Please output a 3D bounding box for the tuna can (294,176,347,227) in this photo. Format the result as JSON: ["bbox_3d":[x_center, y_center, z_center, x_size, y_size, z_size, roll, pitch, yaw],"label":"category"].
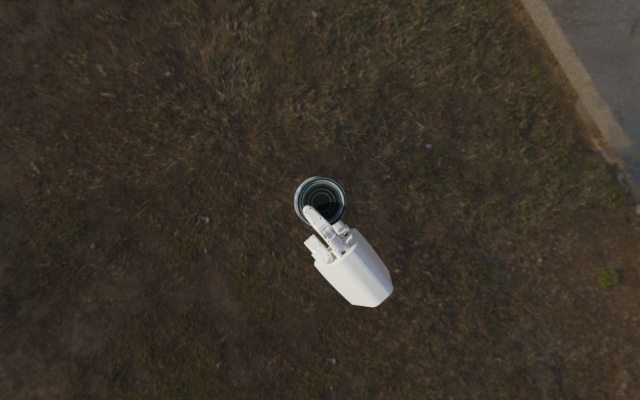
[{"bbox_3d":[0.000,0.003,0.789,0.086,0.086,0.034,0,3,-7],"label":"tuna can"}]
